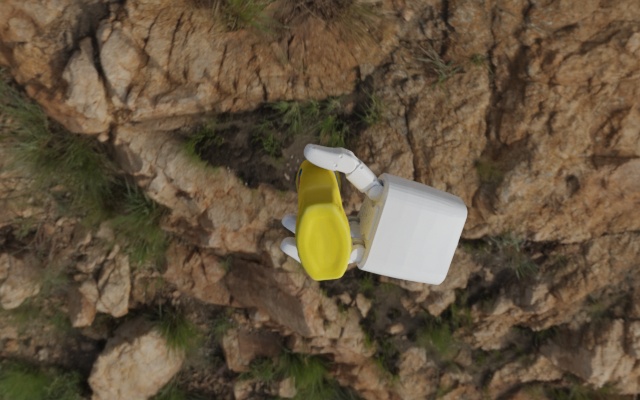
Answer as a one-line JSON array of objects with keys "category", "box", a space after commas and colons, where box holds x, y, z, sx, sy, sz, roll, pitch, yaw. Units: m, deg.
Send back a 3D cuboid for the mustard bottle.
[{"category": "mustard bottle", "box": [0.000, 0.002, 0.570, 0.058, 0.096, 0.191, -7, 28, 2]}]
